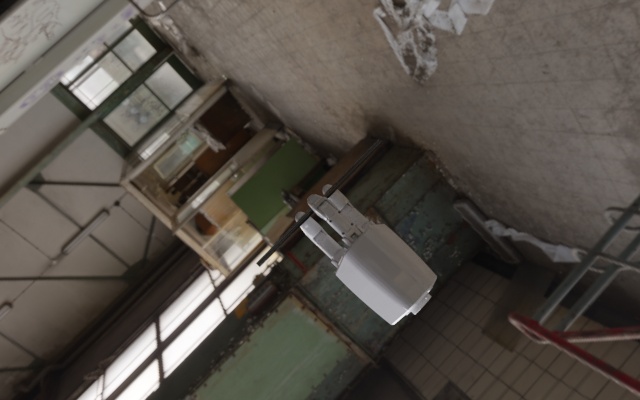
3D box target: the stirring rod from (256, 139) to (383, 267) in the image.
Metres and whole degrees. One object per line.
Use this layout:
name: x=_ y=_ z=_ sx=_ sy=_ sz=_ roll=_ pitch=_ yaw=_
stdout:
stirring rod: x=0.000 y=0.002 z=0.654 sx=0.011 sy=0.239 sz=0.011 roll=44 pitch=-6 yaw=6
